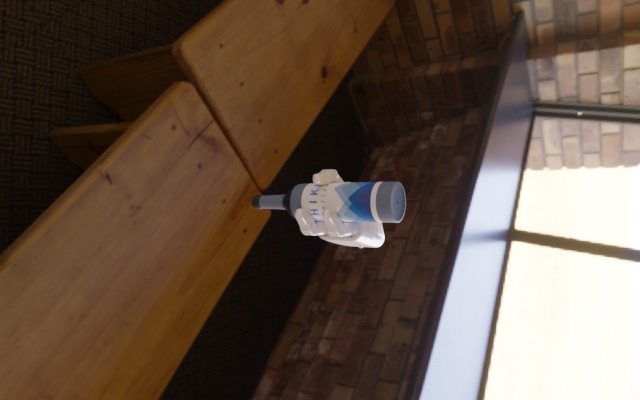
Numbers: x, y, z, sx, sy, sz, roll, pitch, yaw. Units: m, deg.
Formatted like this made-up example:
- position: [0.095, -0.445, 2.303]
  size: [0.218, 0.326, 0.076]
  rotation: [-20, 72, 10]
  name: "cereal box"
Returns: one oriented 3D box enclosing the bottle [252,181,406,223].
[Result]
- position: [0.000, 0.003, 0.845]
  size: [0.295, 0.069, 0.069]
  rotation: [0, 0, 32]
  name: "bottle"
